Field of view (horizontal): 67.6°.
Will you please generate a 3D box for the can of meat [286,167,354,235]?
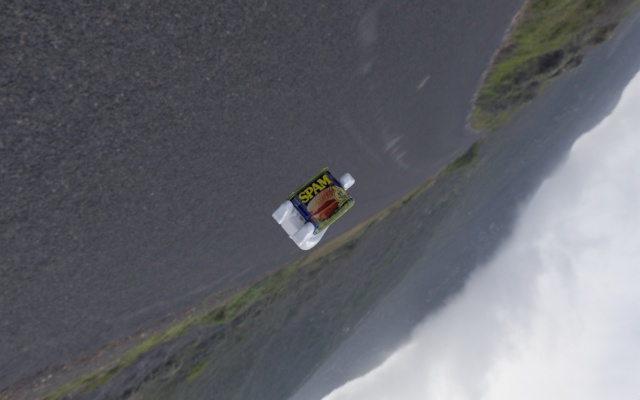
[{"bbox_3d":[0.000,0.003,0.877,0.102,0.084,0.057,-38,-7,-20],"label":"can of meat"}]
